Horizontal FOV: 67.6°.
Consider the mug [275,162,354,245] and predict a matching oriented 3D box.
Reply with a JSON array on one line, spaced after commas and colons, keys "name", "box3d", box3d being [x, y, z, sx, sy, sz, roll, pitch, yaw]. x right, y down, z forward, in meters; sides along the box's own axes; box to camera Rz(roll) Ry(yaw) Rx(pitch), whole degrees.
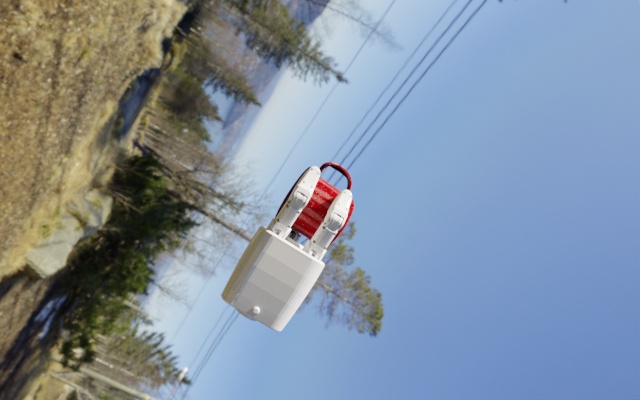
[{"name": "mug", "box3d": [0.001, 0.001, 0.676, 0.081, 0.117, 0.093, 33, -3, -11]}]
